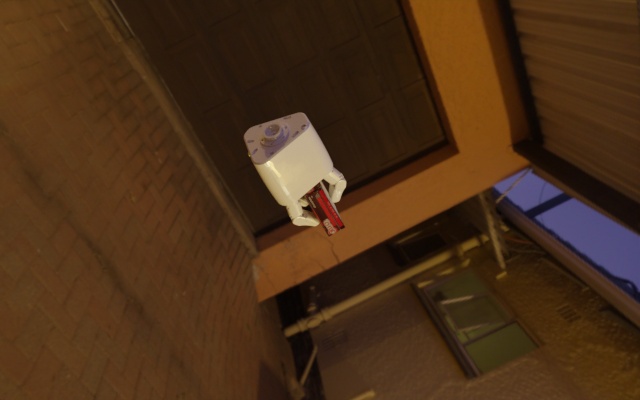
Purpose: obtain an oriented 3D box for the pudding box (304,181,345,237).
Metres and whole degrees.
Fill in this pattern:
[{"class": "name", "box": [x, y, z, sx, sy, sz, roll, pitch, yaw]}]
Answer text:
[{"class": "pudding box", "box": [0.000, 0.003, 0.856, 0.039, 0.090, 0.113, -29, 20, 4]}]
